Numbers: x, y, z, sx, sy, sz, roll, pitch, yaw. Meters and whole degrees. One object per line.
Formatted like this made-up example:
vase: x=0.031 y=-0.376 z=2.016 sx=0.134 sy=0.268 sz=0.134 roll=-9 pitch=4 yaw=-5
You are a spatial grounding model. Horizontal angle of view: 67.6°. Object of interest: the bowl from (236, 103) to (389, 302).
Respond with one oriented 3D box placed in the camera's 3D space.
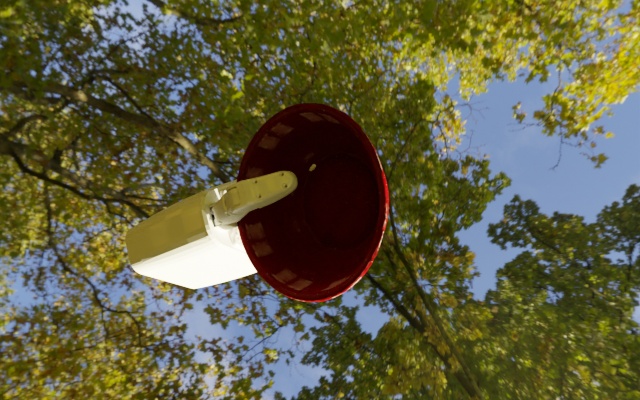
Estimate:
bowl: x=0.001 y=0.001 z=0.408 sx=0.162 sy=0.162 sz=0.055 roll=0 pitch=0 yaw=39
